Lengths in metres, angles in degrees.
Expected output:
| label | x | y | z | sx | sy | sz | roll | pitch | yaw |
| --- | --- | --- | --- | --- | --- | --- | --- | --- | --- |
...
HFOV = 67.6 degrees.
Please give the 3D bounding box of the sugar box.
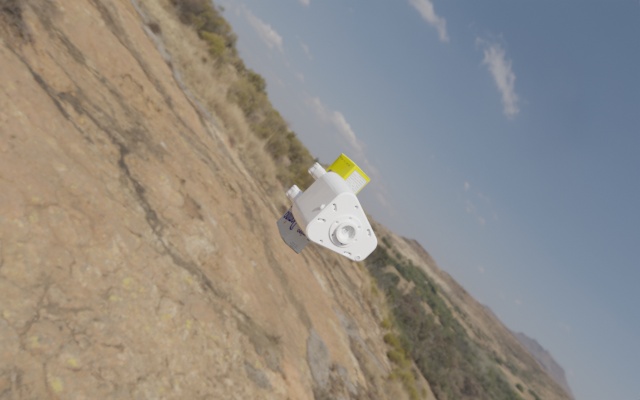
| label | x | y | z | sx | sy | sz | roll | pitch | yaw |
| --- | --- | --- | --- | --- | --- | --- | --- | --- | --- |
| sugar box | 0.000 | 0.002 | 0.830 | 0.048 | 0.176 | 0.093 | 45 | 4 | -21 |
